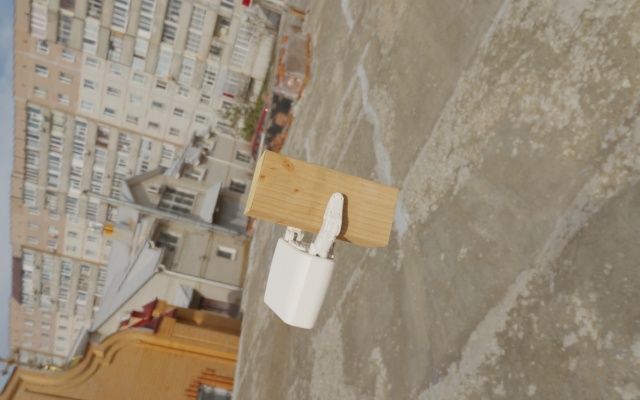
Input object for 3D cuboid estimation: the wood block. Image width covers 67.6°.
[{"bbox_3d":[0.000,0.003,0.718,0.206,0.090,0.091,15,-9,-13],"label":"wood block"}]
